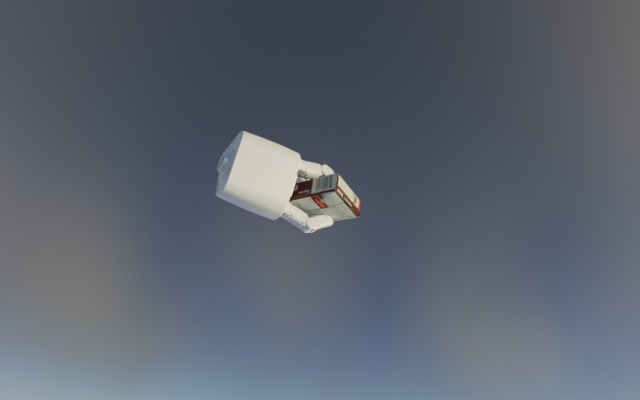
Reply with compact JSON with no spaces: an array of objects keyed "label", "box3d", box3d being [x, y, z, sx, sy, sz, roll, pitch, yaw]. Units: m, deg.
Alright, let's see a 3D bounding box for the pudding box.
[{"label":"pudding box","box3d":[0.000,0.003,0.820,0.113,0.039,0.090,-11,-37,29]}]
